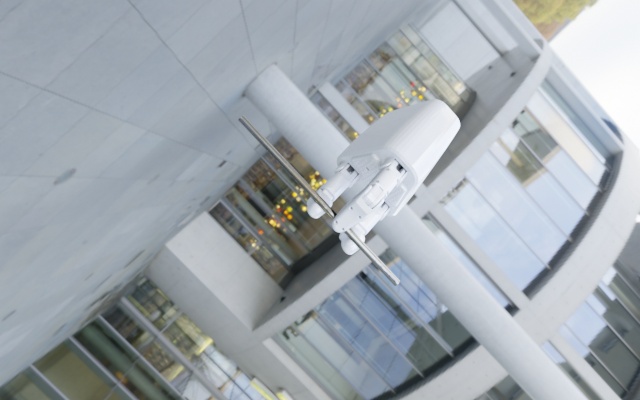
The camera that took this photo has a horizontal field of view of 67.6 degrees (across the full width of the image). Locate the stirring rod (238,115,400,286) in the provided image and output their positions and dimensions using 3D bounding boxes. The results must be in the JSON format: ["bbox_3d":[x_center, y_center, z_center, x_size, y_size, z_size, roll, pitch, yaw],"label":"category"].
[{"bbox_3d":[0.000,0.002,0.503,0.011,0.239,0.011,-43,5,4],"label":"stirring rod"}]
